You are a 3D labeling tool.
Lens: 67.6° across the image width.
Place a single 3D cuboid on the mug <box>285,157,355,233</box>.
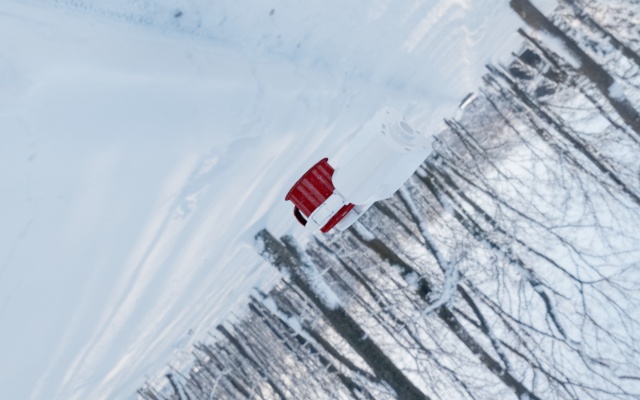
[{"bbox_3d":[-0.001,0.003,0.735,0.117,0.081,0.093,-49,-8,36],"label":"mug"}]
